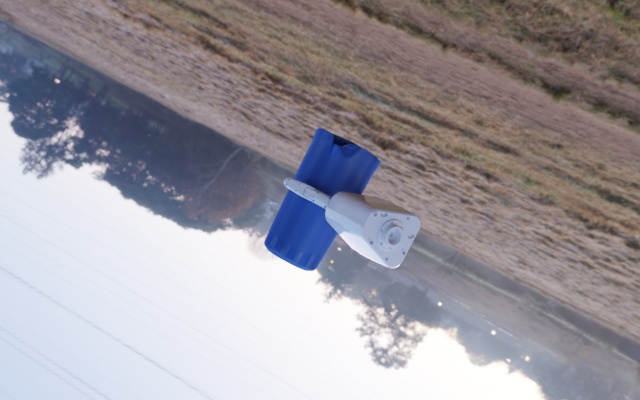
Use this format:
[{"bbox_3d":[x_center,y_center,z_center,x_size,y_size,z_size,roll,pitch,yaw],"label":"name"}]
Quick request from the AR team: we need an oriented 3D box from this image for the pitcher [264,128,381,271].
[{"bbox_3d":[0.000,0.003,0.883,0.149,0.243,0.145,29,-2,-34],"label":"pitcher"}]
